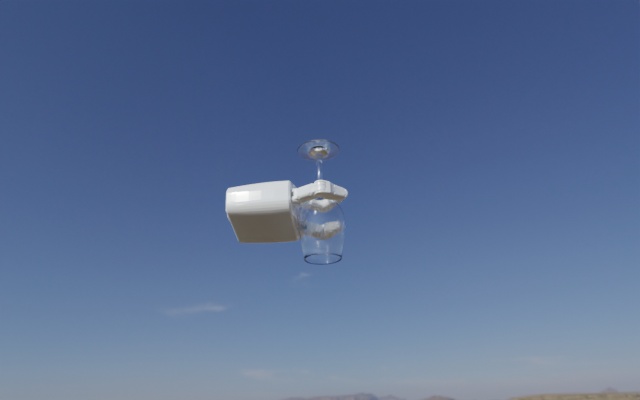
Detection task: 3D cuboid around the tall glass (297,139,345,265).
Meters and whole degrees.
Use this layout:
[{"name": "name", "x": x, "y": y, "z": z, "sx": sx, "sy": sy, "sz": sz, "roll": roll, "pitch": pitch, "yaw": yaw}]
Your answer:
[{"name": "tall glass", "x": 0.000, "y": 0.002, "z": 0.800, "sx": 0.079, "sy": 0.201, "sz": 0.079, "roll": -2, "pitch": -24, "yaw": -1}]
